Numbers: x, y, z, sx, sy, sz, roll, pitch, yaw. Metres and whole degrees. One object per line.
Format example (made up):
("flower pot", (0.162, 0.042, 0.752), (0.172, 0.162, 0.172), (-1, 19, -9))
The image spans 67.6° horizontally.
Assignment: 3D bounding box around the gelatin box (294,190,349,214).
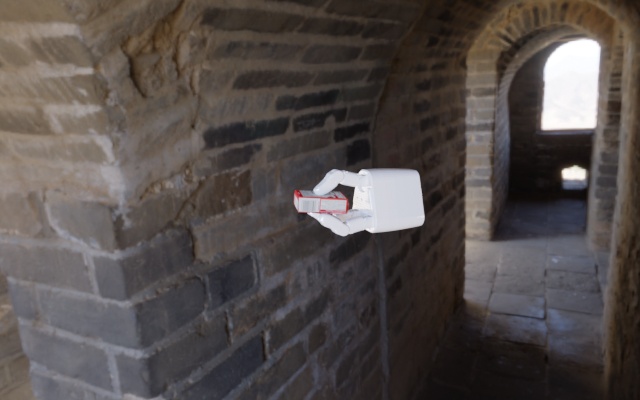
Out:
("gelatin box", (0.000, 0.002, 0.852), (0.089, 0.030, 0.073), (3, 10, -9))
